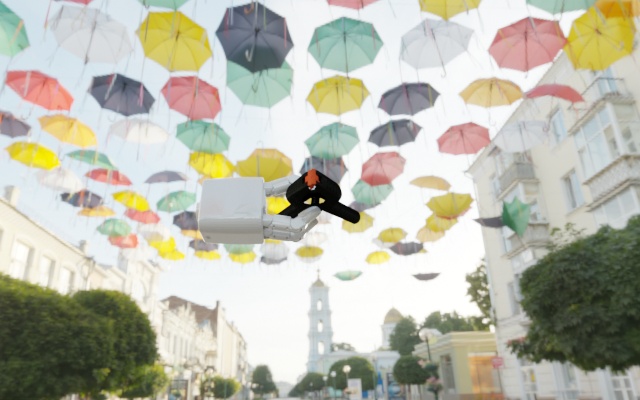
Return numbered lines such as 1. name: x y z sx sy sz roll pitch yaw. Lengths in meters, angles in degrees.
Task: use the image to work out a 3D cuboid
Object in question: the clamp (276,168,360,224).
1. clamp: 0.000 0.002 0.835 0.164 0.036 0.210 -1 -22 -5
